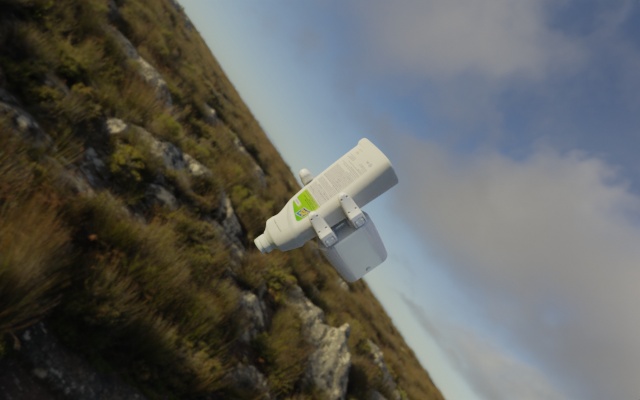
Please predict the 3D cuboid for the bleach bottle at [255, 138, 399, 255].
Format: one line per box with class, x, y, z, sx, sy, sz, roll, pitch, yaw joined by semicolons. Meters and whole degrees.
bleach bottle;0.000;0.003;0.791;0.251;0.068;0.102;-34;38;-1
